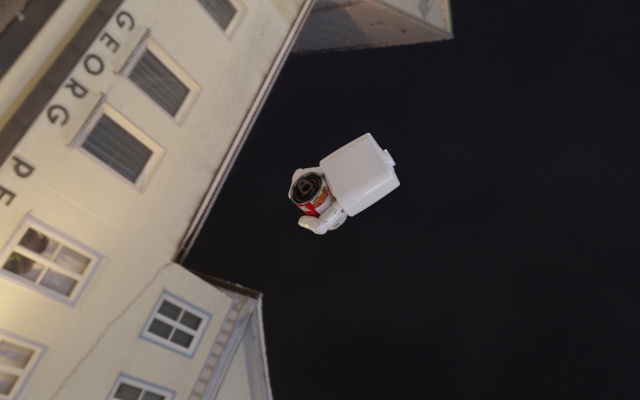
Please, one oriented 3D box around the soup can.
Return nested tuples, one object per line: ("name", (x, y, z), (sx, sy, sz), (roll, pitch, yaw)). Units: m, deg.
("soup can", (0.000, 0.003, 0.880), (0.068, 0.068, 0.102), (0, -31, 37))
